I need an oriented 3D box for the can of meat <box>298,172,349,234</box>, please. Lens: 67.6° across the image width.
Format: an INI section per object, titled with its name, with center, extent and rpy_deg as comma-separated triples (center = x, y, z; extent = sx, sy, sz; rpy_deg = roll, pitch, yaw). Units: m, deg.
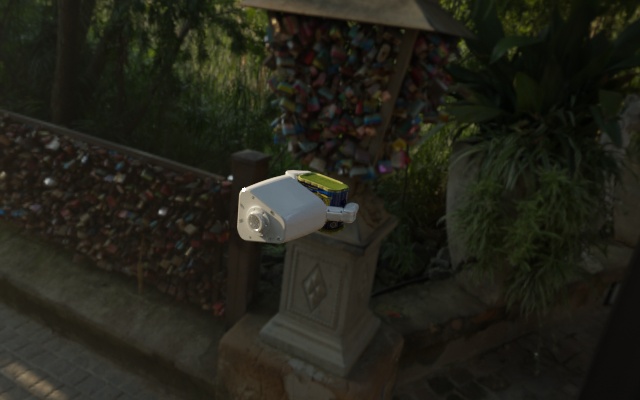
[can of meat]
center = 0.000, 0.003, 0.877
extent = 0.102, 0.084, 0.057
rpy_deg = 22, 25, 33
